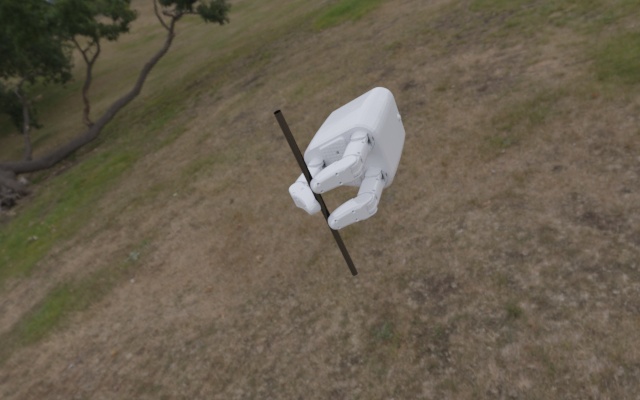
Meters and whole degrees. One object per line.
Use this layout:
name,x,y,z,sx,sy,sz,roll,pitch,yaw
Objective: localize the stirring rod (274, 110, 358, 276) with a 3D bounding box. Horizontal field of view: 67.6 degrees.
stirring rod,0.000,0.002,0.550,0.011,0.240,0.011,-18,33,12
